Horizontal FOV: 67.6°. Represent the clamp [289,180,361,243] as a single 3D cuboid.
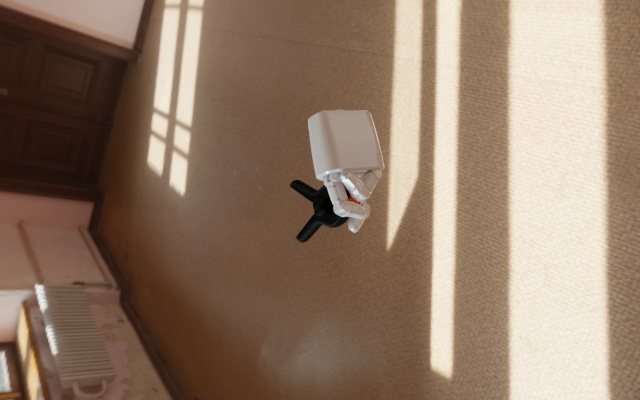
[{"bbox_3d":[0.000,0.003,0.870,0.039,0.120,0.171,-12,-8,-44],"label":"clamp"}]
